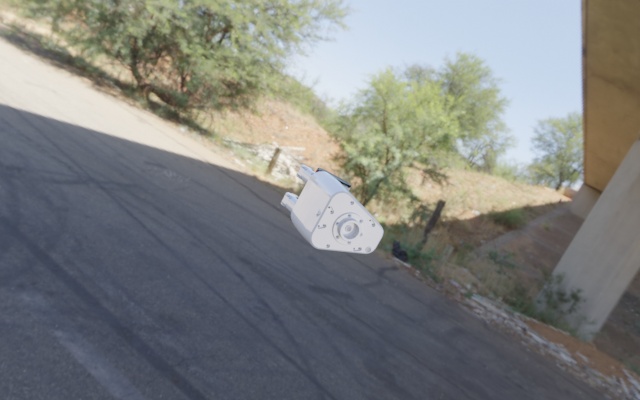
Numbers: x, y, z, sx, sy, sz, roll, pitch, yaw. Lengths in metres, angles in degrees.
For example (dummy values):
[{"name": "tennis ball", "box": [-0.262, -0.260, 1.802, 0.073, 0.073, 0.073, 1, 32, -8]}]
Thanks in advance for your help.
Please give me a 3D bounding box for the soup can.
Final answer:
[{"name": "soup can", "box": [0.000, 0.002, 0.825, 0.068, 0.102, 0.068, 28, 8, -4]}]
